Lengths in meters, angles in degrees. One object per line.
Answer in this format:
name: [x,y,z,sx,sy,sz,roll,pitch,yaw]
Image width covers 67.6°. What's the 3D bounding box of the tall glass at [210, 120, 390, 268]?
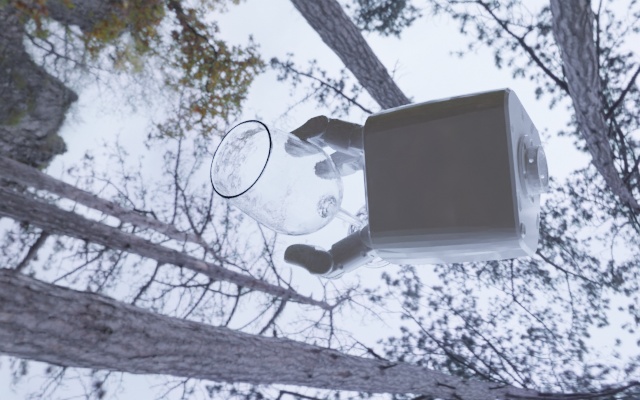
tall glass: [0.000,0.002,0.417,0.079,0.079,0.201,0,-19,39]
